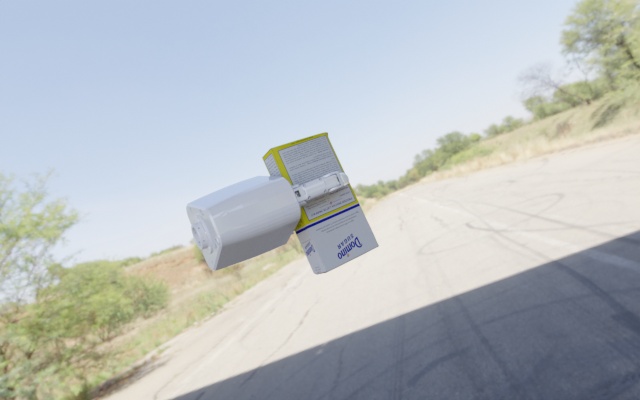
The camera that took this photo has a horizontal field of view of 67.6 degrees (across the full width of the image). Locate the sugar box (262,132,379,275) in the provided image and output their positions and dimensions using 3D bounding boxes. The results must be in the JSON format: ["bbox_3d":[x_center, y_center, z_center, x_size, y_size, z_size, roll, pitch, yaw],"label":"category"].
[{"bbox_3d":[0.000,0.002,0.646,0.093,0.176,0.048,-21,-2,-29],"label":"sugar box"}]
